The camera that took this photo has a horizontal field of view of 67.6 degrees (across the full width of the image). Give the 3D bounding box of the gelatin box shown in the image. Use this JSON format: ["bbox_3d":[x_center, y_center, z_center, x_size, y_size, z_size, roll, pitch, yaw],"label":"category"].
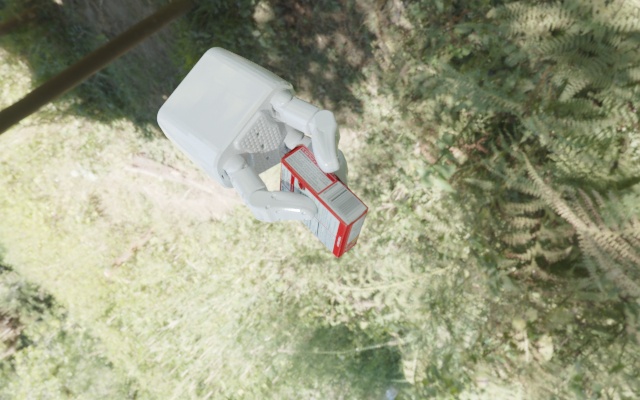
[{"bbox_3d":[0.000,0.002,0.440,0.030,0.089,0.073,-37,-20,-22],"label":"gelatin box"}]
